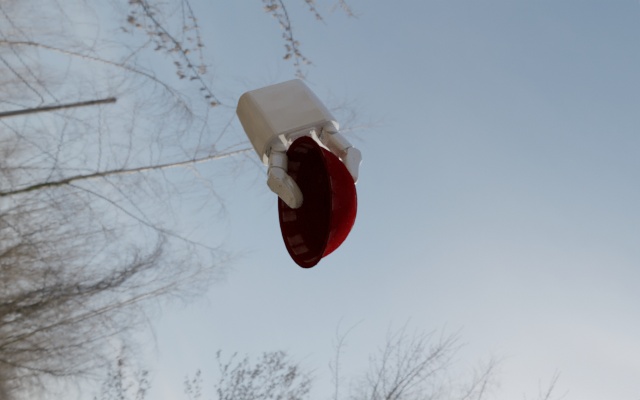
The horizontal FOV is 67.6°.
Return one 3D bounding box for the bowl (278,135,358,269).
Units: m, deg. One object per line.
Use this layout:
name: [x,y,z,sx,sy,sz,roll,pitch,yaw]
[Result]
bowl: [0.001,0.003,0.594,0.055,0.162,0.162,-1,0,-26]
